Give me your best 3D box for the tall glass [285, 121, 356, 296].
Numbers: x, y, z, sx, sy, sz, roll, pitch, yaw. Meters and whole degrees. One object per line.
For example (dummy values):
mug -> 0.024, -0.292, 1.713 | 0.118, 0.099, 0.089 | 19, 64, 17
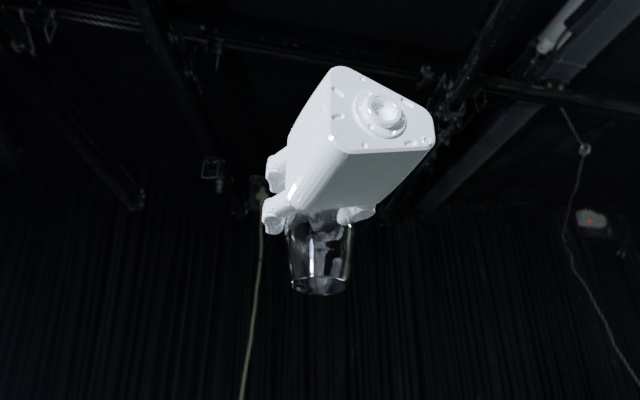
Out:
tall glass -> 0.000, 0.001, 0.541 | 0.079, 0.201, 0.079 | 0, -28, 0
